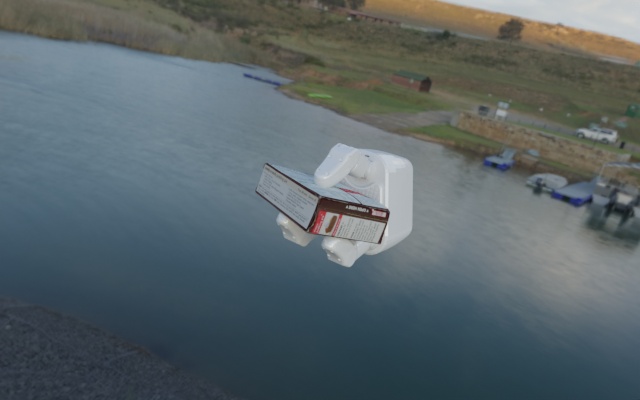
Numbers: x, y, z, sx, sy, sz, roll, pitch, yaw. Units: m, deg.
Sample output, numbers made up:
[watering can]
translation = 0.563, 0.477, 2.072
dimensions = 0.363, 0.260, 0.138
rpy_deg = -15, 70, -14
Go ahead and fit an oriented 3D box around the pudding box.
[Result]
[pudding box]
translation = 0.000, 0.001, 0.473
dimensions = 0.090, 0.039, 0.113
rpy_deg = 11, 12, -36
